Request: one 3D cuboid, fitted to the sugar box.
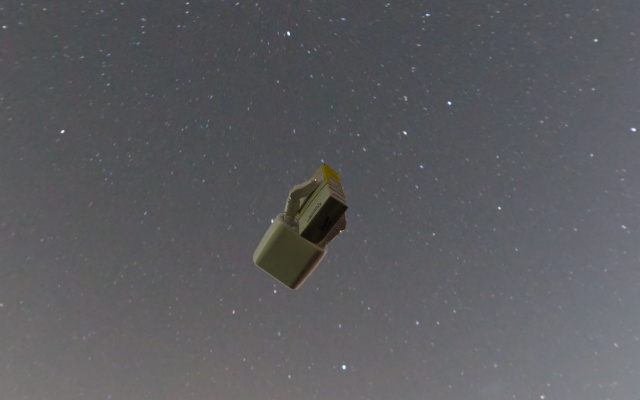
[{"bbox_3d":[0.000,0.003,0.886,0.048,0.093,0.176,32,18,-18],"label":"sugar box"}]
